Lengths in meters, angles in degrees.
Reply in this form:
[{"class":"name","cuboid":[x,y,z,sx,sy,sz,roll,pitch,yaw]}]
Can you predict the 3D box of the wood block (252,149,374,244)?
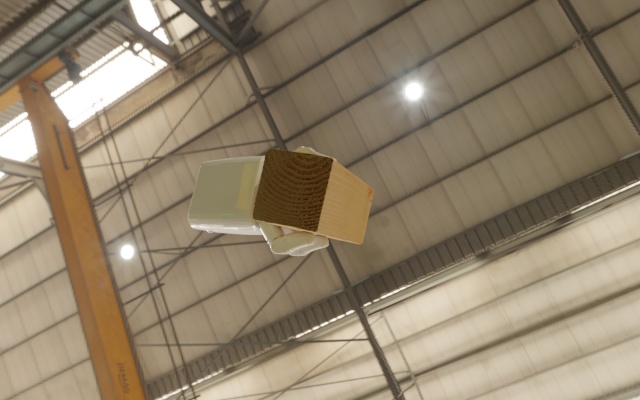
[{"class":"wood block","cuboid":[0.000,0.002,0.657,0.090,0.091,0.206,10,-5,21]}]
